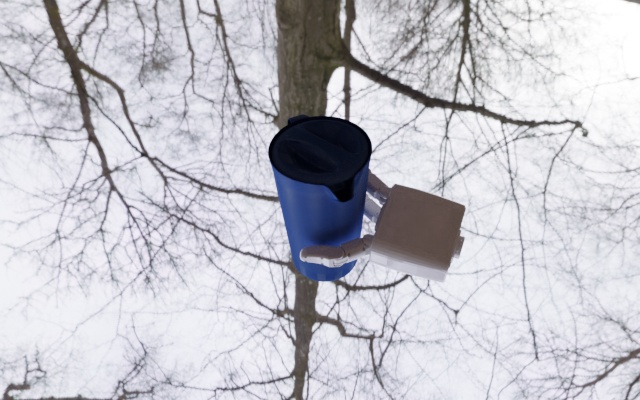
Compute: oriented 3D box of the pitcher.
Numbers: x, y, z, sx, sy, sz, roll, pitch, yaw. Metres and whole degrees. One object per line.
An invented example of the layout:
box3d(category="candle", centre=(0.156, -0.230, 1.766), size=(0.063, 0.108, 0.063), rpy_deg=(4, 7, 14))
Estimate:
box3d(category="pitcher", centre=(0.000, 0.002, 0.698), size=(0.145, 0.149, 0.243), rpy_deg=(15, -40, 15))
